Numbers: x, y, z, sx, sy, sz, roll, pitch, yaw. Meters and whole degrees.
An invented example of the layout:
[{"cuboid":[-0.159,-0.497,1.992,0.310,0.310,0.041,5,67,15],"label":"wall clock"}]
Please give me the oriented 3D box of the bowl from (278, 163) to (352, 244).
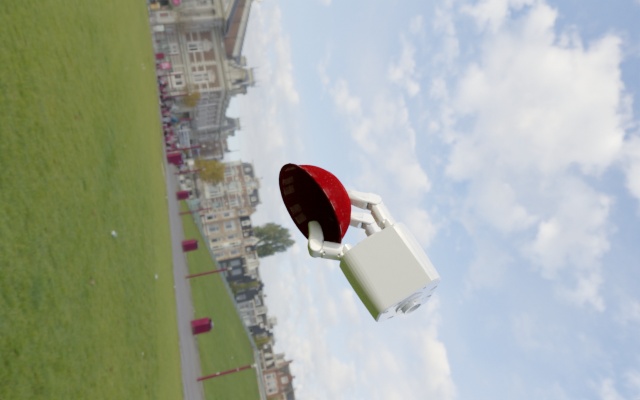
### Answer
[{"cuboid":[0.000,0.001,0.774,0.055,0.162,0.162,-31,15,-26],"label":"bowl"}]
